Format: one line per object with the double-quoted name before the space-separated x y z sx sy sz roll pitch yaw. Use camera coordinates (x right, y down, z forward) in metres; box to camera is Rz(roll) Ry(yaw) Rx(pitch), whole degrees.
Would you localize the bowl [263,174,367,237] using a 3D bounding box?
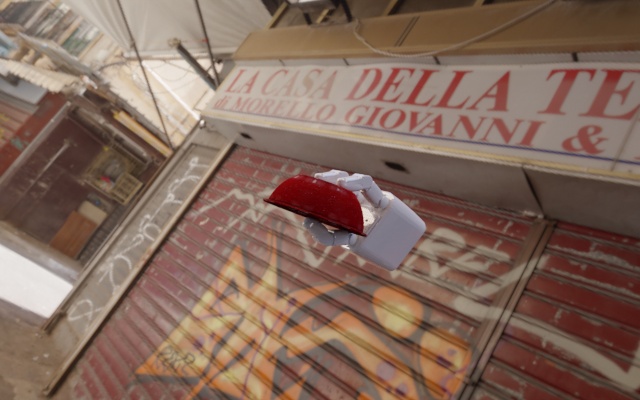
"bowl" 0.000 0.002 0.702 0.162 0.055 0.162 19 -4 1
